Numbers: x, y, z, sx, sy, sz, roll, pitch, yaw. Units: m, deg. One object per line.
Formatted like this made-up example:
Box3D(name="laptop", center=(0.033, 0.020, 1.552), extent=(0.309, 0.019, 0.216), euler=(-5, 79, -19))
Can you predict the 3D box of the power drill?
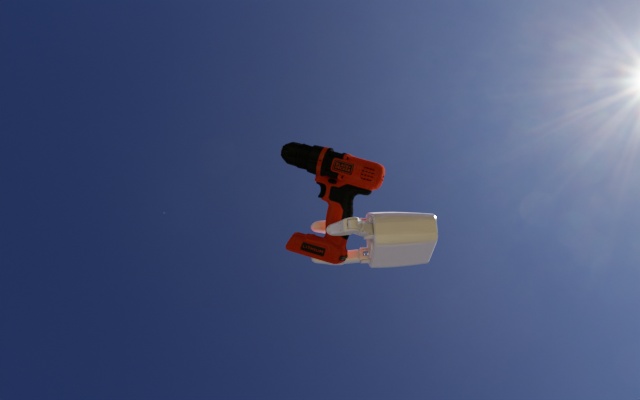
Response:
Box3D(name="power drill", center=(0.000, 0.003, 0.817), extent=(0.184, 0.187, 0.057), euler=(16, 4, 15))
